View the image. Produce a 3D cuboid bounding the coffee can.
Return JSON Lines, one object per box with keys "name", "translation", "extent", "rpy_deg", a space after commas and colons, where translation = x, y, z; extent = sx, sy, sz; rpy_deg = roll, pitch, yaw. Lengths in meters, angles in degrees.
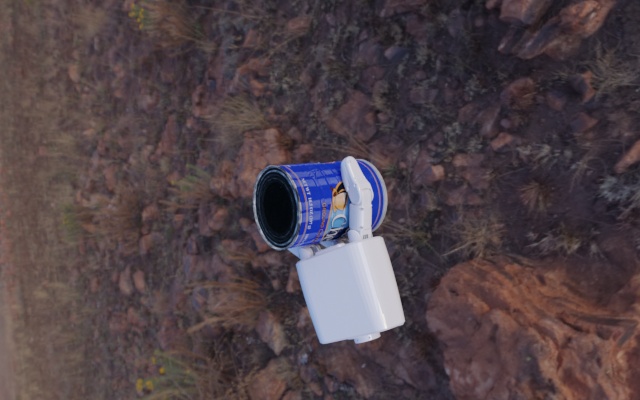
{"name": "coffee can", "translation": [0.000, 0.002, 0.609], "extent": [0.140, 0.103, 0.103], "rpy_deg": [-8, 5, -38]}
